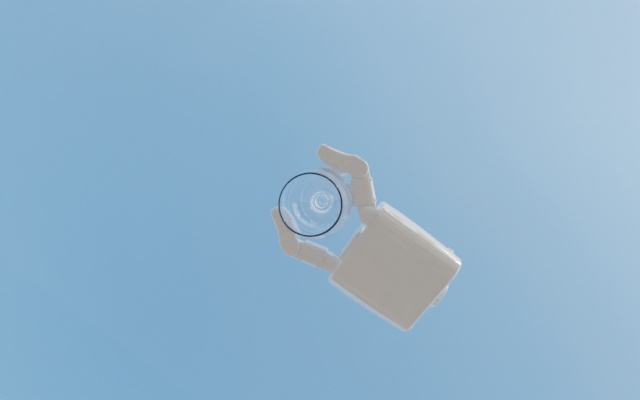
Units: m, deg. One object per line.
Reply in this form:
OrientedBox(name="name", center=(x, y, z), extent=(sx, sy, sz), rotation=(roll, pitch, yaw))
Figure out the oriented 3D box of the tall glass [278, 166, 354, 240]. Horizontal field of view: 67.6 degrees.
OrientedBox(name="tall glass", center=(0.000, 0.002, 0.549), extent=(0.079, 0.079, 0.201), rotation=(0, 1, 6))
